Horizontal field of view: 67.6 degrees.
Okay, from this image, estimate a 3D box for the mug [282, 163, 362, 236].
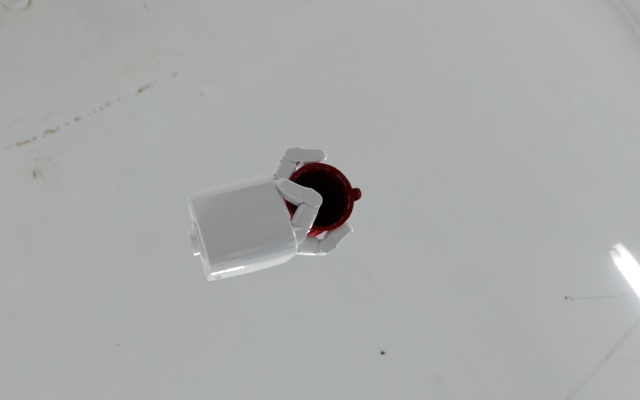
[{"bbox_3d":[0.001,0.002,0.662,0.117,0.093,0.081,-13,-10,-20],"label":"mug"}]
